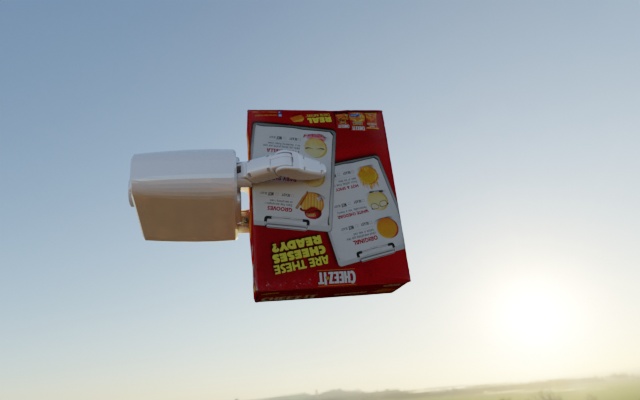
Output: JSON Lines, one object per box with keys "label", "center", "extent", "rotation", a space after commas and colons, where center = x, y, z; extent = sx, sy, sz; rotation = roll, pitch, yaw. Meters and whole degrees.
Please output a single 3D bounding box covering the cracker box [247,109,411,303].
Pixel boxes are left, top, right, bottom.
{"label": "cracker box", "center": [0.000, 0.002, 0.549], "extent": [0.164, 0.213, 0.072], "rotation": [-2, -22, -10]}
